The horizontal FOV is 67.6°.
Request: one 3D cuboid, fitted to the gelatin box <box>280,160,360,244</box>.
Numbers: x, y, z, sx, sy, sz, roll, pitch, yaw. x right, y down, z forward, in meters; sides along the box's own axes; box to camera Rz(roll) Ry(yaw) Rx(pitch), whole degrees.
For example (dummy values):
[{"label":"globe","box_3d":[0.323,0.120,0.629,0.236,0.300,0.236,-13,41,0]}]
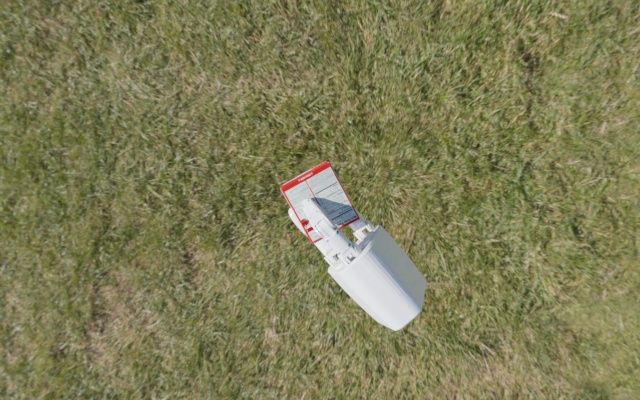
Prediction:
[{"label":"gelatin box","box_3d":[0.000,0.002,0.635,0.073,0.089,0.030,-29,7,5]}]
